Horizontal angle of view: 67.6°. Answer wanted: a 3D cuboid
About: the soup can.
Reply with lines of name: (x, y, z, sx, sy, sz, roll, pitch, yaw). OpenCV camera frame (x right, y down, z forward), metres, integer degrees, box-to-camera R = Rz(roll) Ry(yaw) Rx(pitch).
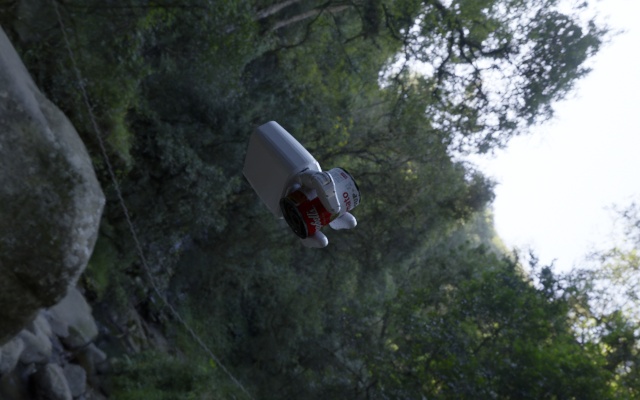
soup can: (0.001, 0.002, 0.704, 0.102, 0.068, 0.068, -31, 13, -22)
